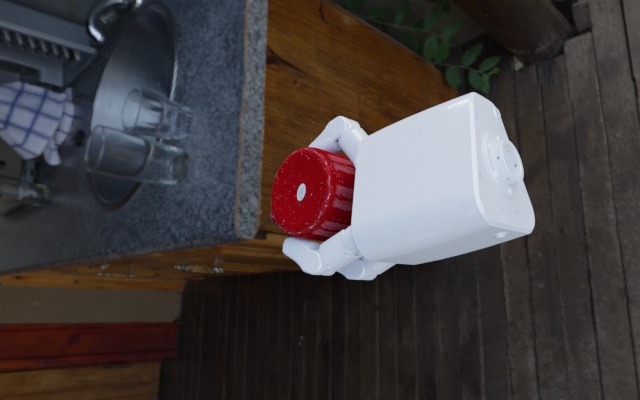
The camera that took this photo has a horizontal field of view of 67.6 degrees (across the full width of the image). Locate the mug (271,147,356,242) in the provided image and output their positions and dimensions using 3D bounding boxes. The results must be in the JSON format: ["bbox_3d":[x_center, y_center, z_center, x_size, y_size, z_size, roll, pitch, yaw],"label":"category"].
[{"bbox_3d":[-0.001,0.002,0.454,0.117,0.093,0.081,-23,-25,40],"label":"mug"}]
